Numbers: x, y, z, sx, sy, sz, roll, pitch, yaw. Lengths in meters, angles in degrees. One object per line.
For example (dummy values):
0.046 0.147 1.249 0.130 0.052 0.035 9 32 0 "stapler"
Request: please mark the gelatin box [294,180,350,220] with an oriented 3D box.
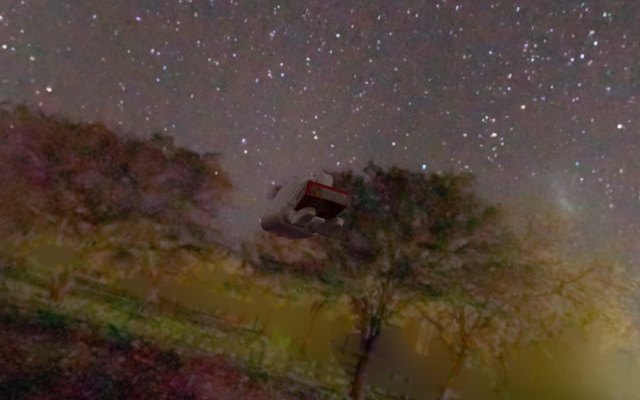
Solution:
0.000 0.002 0.817 0.073 0.030 0.089 17 -23 -11 "gelatin box"
